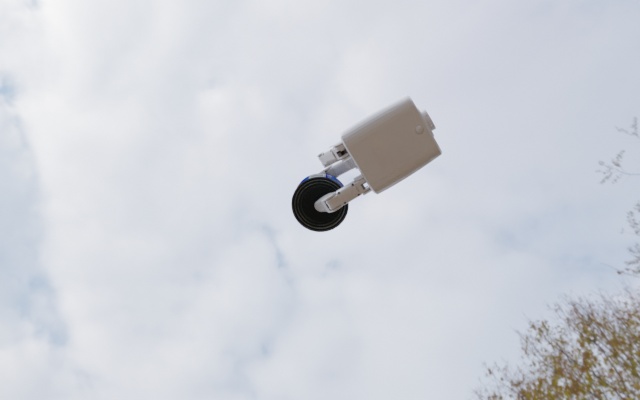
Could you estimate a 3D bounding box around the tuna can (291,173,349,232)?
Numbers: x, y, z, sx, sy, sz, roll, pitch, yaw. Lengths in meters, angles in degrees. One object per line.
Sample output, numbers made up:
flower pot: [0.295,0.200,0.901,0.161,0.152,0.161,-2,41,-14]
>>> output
tuna can: [0.000,0.002,0.726,0.086,0.086,0.033,0,15,4]
